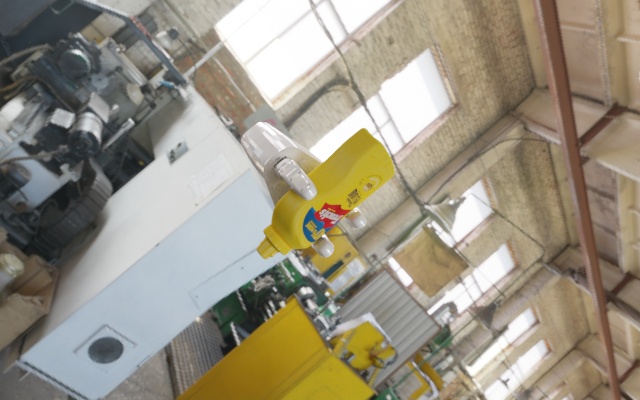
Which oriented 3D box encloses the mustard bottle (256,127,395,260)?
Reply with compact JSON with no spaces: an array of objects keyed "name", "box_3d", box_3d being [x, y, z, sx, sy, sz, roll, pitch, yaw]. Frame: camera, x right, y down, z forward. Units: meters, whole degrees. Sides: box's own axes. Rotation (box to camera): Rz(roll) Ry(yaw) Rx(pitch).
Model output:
[{"name":"mustard bottle","box_3d":[0.000,0.002,0.576,0.191,0.058,0.096,-40,-26,-2]}]
